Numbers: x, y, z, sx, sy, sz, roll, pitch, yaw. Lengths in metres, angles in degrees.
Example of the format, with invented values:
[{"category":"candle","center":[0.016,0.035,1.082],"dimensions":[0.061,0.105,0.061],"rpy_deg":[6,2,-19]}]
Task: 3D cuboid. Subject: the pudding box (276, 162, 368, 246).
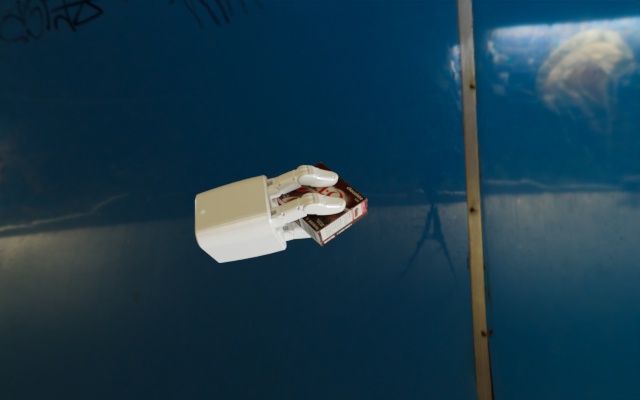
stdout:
[{"category":"pudding box","center":[0.000,0.002,0.698],"dimensions":[0.090,0.039,0.113],"rpy_deg":[-34,52,-18]}]
